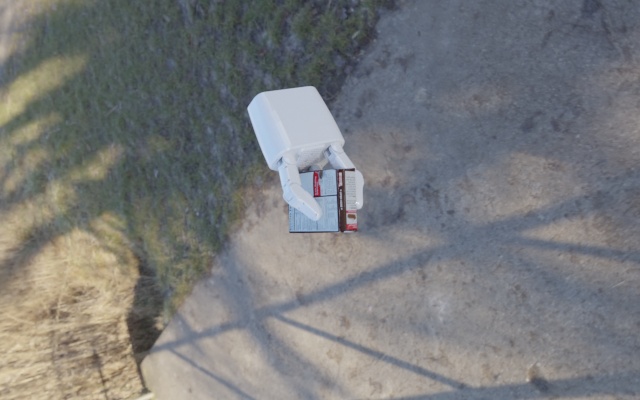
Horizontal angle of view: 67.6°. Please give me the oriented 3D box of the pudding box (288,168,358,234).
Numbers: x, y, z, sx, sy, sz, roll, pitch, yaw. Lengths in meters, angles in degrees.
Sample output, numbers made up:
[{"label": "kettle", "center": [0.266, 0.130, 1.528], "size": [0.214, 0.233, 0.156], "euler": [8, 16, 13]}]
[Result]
[{"label": "pudding box", "center": [0.000, 0.002, 0.682], "size": [0.039, 0.090, 0.113], "euler": [-2, -2, -41]}]
